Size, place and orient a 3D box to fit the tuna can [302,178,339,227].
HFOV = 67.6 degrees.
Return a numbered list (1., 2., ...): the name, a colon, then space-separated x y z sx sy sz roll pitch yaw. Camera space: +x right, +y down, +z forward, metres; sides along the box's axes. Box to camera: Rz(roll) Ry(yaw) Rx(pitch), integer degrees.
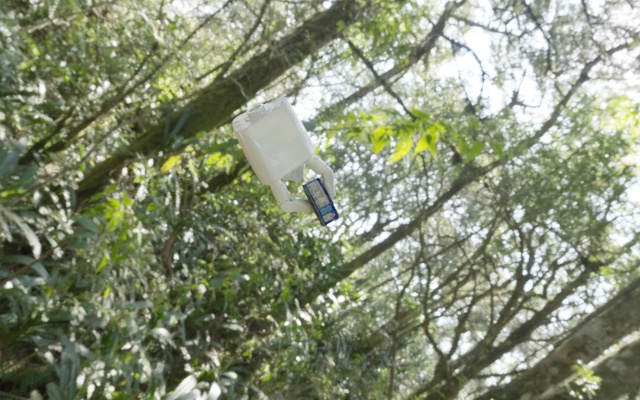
1. tuna can: 0.001 0.003 0.861 0.034 0.086 0.086 -27 2 -4
